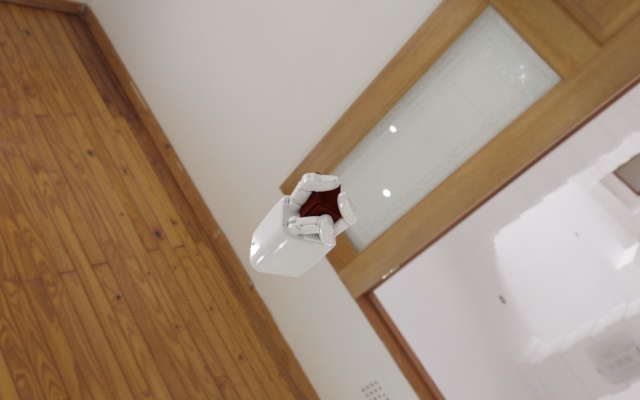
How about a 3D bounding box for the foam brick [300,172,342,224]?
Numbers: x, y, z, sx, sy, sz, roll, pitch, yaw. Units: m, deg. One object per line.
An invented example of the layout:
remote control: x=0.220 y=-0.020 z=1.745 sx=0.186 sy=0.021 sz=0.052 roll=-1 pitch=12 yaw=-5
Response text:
foam brick: x=0.000 y=0.002 z=0.791 sx=0.053 sy=0.078 sz=0.051 roll=27 pitch=-53 yaw=-23
